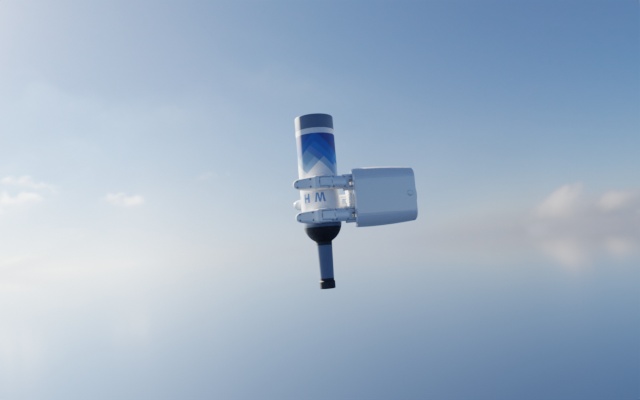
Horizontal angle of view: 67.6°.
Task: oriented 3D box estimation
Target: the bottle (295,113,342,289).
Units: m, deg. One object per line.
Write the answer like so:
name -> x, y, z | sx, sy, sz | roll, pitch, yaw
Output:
bottle -> 0.000, 0.002, 0.820 | 0.069, 0.295, 0.069 | -5, -6, 0
